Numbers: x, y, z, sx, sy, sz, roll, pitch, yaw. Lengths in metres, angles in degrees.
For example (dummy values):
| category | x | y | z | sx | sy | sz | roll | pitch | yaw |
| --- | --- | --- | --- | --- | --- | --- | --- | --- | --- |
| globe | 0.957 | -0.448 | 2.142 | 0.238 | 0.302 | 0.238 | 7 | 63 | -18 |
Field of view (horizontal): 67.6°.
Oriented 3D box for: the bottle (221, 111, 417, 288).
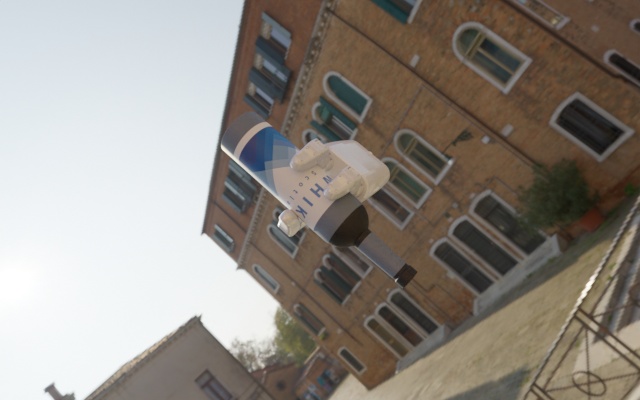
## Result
| category | x | y | z | sx | sy | sz | roll | pitch | yaw |
| --- | --- | --- | --- | --- | --- | --- | --- | --- | --- |
| bottle | 0.000 | 0.002 | 0.607 | 0.295 | 0.069 | 0.069 | 41 | 10 | 12 |
